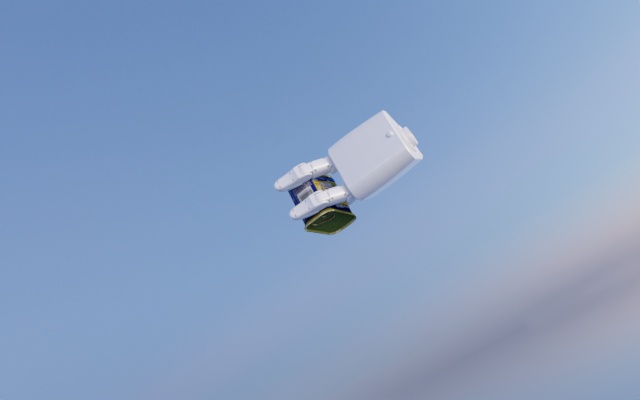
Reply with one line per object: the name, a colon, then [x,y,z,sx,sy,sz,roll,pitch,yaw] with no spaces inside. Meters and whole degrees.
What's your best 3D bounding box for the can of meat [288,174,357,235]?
can of meat: [0.000,0.002,0.761,0.057,0.084,0.102,-38,-25,22]
